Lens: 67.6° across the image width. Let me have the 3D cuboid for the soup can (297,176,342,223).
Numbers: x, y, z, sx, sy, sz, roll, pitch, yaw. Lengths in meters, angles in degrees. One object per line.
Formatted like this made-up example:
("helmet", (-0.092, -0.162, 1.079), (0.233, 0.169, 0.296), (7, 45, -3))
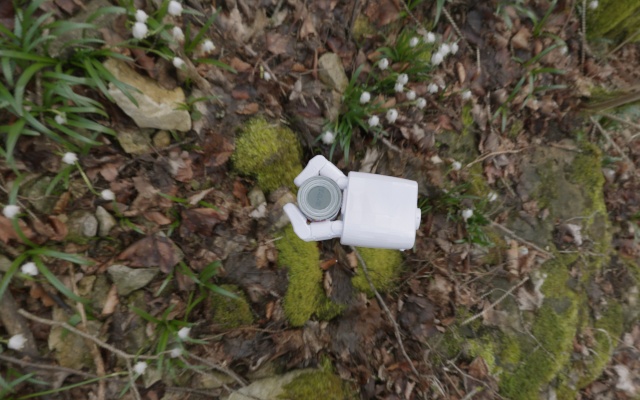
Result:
("soup can", (0.000, 0.002, 0.738), (0.068, 0.068, 0.102), (0, -7, 2))
